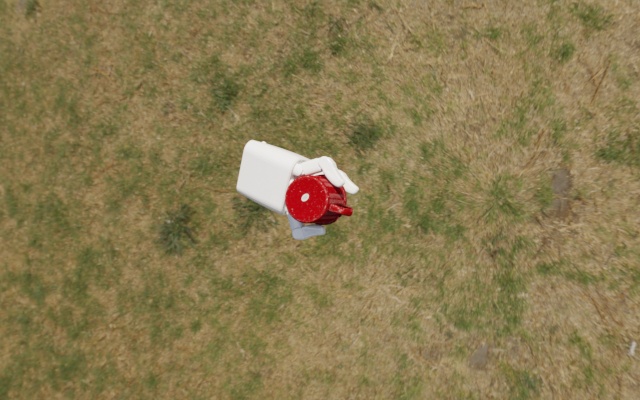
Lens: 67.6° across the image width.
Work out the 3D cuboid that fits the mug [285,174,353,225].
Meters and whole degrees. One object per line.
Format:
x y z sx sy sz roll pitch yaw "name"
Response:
0.001 0.003 0.824 0.117 0.093 0.081 24 8 20 "mug"
